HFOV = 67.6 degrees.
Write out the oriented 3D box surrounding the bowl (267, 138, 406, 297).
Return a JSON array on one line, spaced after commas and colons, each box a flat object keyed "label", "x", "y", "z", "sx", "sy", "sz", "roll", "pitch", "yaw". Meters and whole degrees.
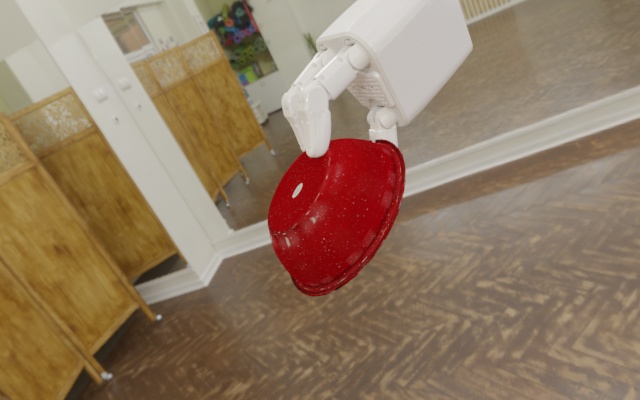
[{"label": "bowl", "x": -0.001, "y": 0.002, "z": 0.432, "sx": 0.055, "sy": 0.162, "sz": 0.162, "roll": 30, "pitch": -14, "yaw": -26}]
